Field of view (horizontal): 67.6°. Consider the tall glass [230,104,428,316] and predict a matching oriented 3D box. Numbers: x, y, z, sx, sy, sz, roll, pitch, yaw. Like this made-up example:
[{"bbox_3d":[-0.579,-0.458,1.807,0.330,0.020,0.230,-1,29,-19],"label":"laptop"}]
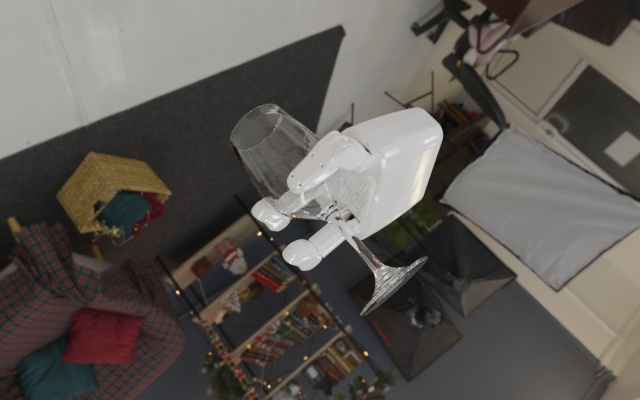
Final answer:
[{"bbox_3d":[0.000,0.002,0.430,0.079,0.201,0.079,-37,-19,-14],"label":"tall glass"}]
